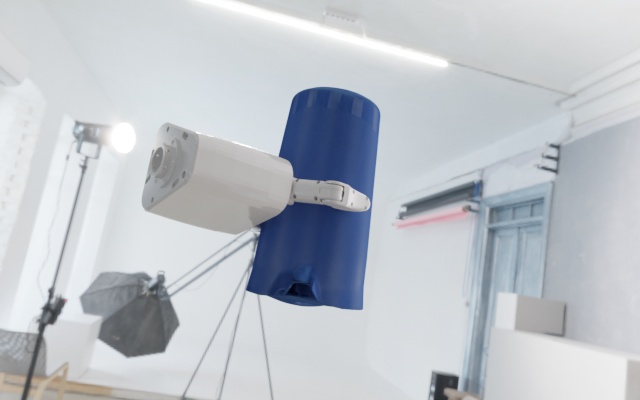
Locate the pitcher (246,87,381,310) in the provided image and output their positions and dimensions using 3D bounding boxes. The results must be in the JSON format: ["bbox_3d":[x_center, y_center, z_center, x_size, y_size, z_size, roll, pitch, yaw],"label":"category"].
[{"bbox_3d":[0.000,0.002,0.564,0.145,0.243,0.149,17,-11,-39],"label":"pitcher"}]
